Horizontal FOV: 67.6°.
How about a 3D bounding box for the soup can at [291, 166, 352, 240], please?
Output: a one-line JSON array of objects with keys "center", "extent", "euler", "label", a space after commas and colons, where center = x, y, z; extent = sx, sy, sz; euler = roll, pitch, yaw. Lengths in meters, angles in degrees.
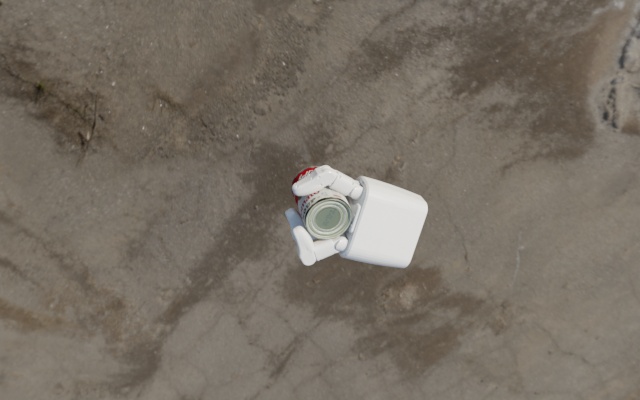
[{"center": [0.000, 0.002, 0.684], "extent": [0.068, 0.068, 0.102], "euler": [0, 29, -15], "label": "soup can"}]
